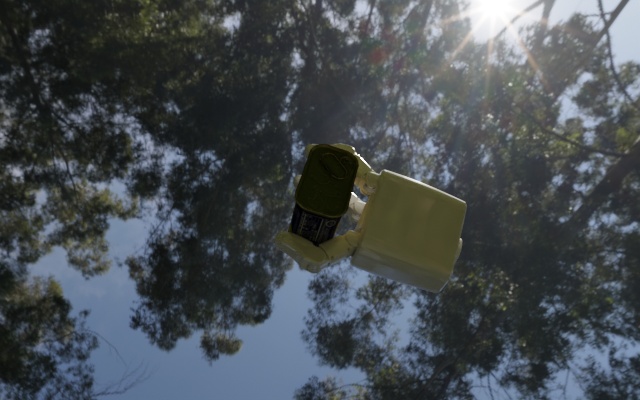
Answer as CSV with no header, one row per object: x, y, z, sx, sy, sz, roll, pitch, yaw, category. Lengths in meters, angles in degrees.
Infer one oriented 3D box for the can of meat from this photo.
0.000,0.002,0.541,0.057,0.102,0.084,17,-41,-1,can of meat
